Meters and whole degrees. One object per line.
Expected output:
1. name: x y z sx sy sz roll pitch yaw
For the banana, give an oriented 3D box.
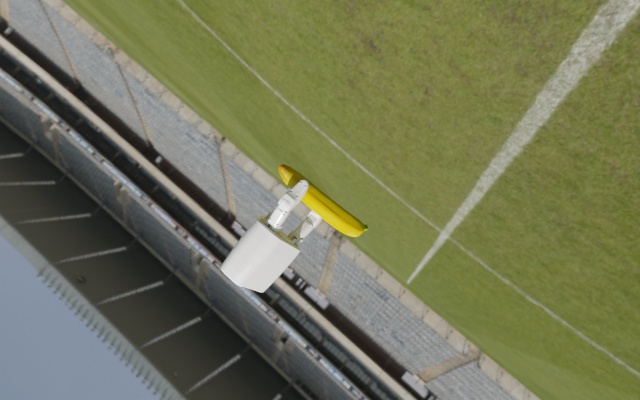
1. banana: 0.005 0.008 0.824 0.198 0.037 0.069 38 3 -12
